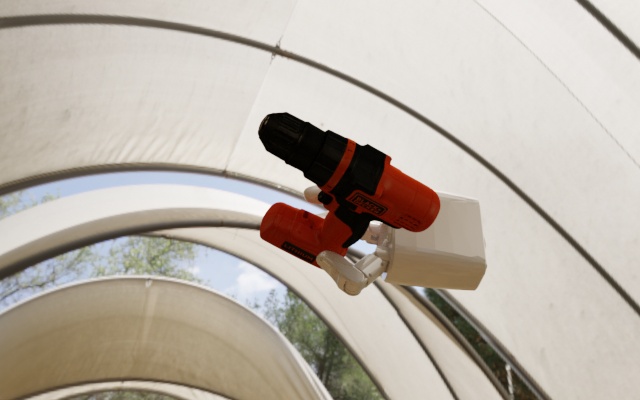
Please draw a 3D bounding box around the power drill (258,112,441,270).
[{"bbox_3d":[0.000,0.002,0.493,0.184,0.057,0.188,29,-32,-11],"label":"power drill"}]
